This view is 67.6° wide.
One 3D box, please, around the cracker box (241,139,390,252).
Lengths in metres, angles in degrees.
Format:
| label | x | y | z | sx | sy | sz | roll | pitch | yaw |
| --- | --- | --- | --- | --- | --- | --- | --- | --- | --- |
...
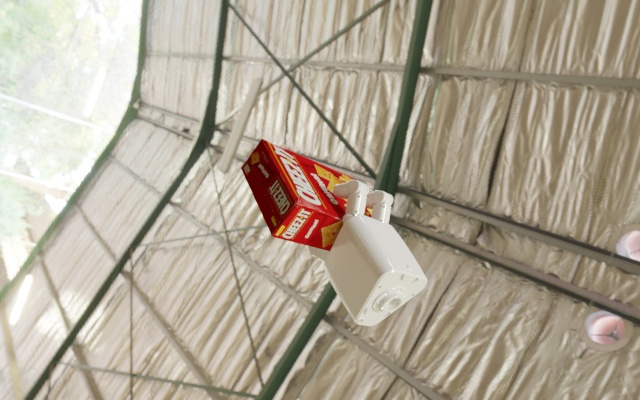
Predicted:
| label | x | y | z | sx | sy | sz | roll | pitch | yaw |
| --- | --- | --- | --- | --- | --- | --- | --- | --- | --- |
| cracker box | 0.000 | 0.003 | 0.749 | 0.214 | 0.072 | 0.164 | 20 | 26 | -40 |
